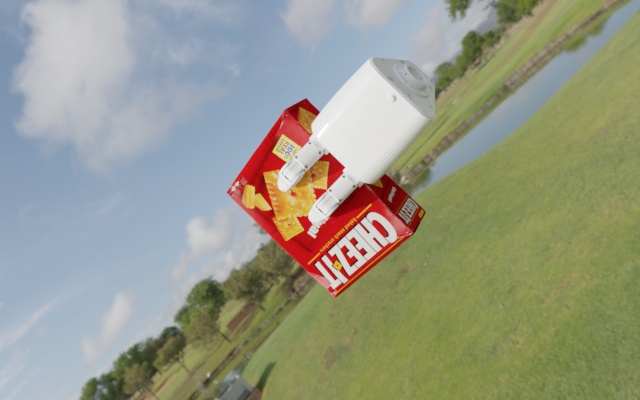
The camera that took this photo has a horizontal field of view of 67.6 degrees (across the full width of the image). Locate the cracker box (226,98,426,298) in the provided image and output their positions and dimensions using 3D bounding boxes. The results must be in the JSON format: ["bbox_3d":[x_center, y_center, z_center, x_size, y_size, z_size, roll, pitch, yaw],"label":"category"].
[{"bbox_3d":[0.000,0.002,0.626,0.164,0.213,0.072,-47,-1,35],"label":"cracker box"}]
